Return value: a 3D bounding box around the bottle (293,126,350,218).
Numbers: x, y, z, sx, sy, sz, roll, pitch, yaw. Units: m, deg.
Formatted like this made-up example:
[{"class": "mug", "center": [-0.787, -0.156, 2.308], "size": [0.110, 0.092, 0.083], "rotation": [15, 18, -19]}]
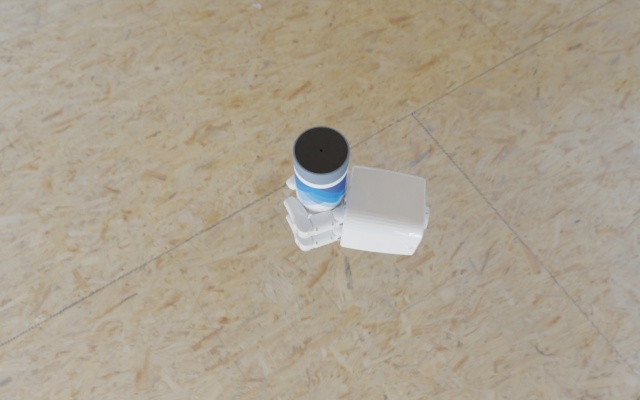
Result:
[{"class": "bottle", "center": [0.000, 0.002, 0.685], "size": [0.069, 0.069, 0.296], "rotation": [0, -24, 0]}]
